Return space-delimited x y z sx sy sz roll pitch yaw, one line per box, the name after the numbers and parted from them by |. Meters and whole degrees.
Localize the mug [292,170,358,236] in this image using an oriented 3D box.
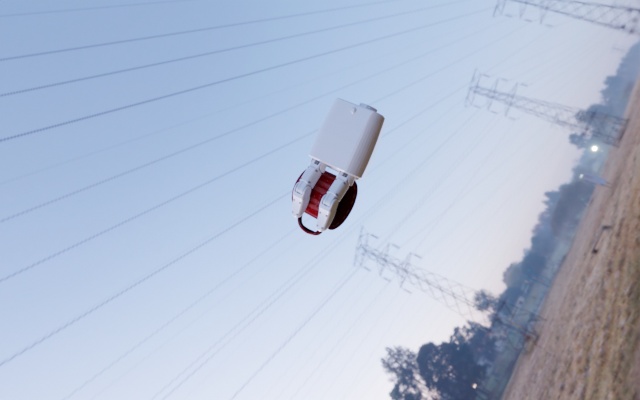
-0.001 0.004 0.821 0.081 0.117 0.093 27 5 26 | mug
